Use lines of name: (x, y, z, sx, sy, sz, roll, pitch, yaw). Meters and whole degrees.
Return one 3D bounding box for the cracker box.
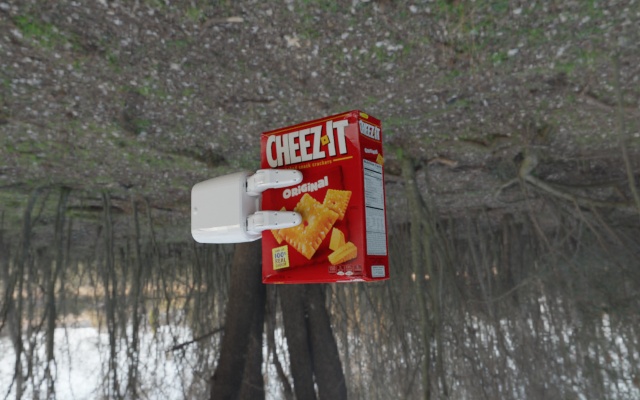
cracker box: (0.000, 0.002, 0.641, 0.164, 0.213, 0.072, -8, -10, 33)
